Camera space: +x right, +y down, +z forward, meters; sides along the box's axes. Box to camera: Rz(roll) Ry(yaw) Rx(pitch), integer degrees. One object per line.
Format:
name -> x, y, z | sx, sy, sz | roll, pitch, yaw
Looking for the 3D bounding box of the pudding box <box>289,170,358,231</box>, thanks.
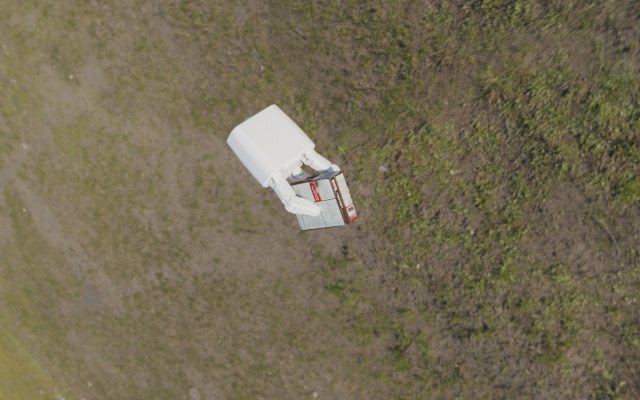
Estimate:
pudding box -> 0.000, 0.003, 0.830 | 0.113, 0.090, 0.039 | -9, 16, 44
